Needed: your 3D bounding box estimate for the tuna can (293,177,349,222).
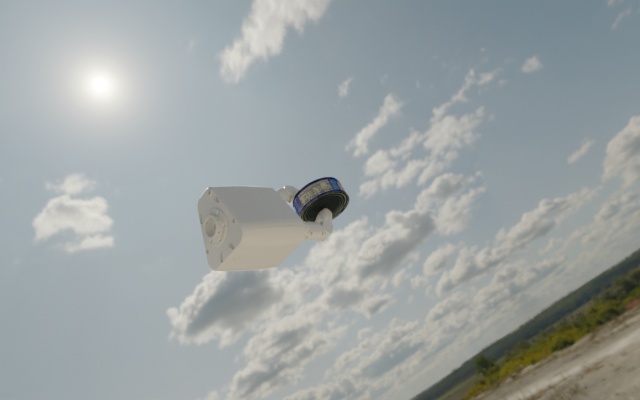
[{"bbox_3d":[0.000,0.002,0.751,0.086,0.033,0.086,-22,-30,-13],"label":"tuna can"}]
